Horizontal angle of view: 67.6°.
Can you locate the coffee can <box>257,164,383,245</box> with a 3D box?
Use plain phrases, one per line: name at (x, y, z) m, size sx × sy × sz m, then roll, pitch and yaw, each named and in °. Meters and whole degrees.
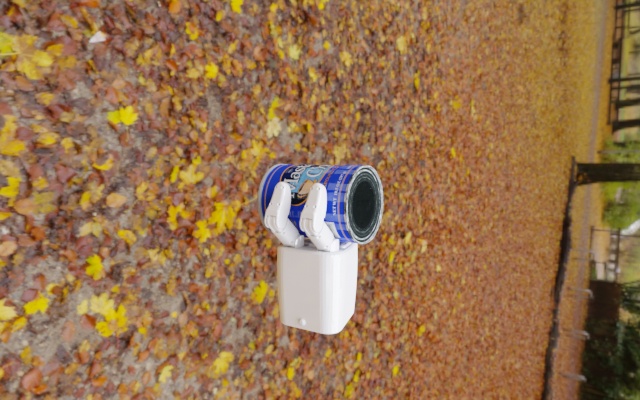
coffee can at (0.000, 0.002, 0.650) m, size 0.140 × 0.103 × 0.103 m, roll 3°, pitch 2°, yaw 33°
